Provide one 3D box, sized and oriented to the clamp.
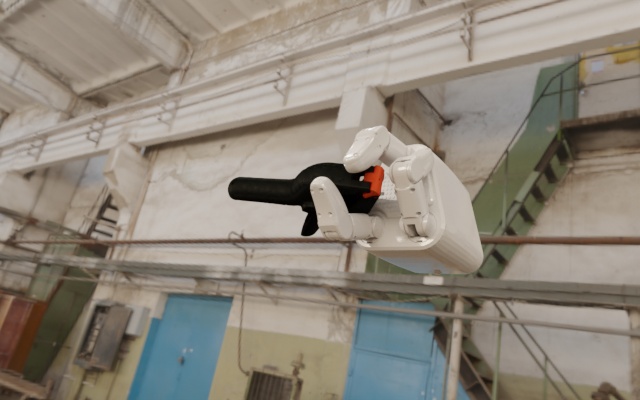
[{"bbox_3d":[0.000,0.001,0.488,0.171,0.039,0.120,-5,-24,39],"label":"clamp"}]
